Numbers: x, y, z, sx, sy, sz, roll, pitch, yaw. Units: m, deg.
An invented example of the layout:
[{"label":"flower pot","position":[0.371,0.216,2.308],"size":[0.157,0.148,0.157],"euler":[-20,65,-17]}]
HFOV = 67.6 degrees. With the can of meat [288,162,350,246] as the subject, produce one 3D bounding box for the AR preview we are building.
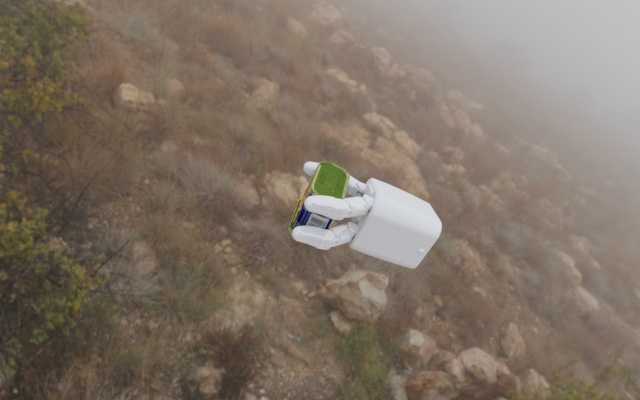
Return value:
[{"label":"can of meat","position":[0.000,0.002,0.701],"size":[0.057,0.084,0.102],"euler":[24,35,-5]}]
